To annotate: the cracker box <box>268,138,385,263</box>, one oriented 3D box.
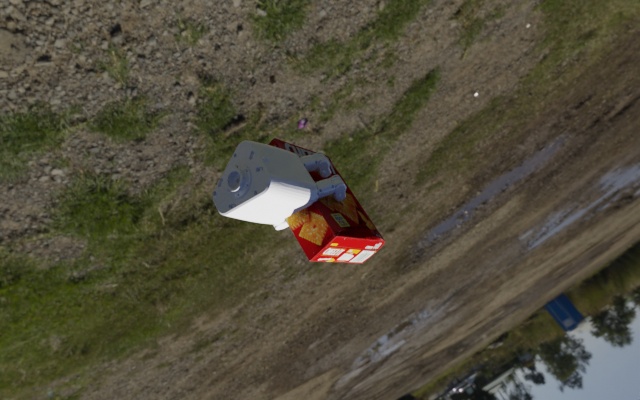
[{"bbox_3d":[0.000,0.003,0.820,0.072,0.213,0.164,-44,-29,22],"label":"cracker box"}]
